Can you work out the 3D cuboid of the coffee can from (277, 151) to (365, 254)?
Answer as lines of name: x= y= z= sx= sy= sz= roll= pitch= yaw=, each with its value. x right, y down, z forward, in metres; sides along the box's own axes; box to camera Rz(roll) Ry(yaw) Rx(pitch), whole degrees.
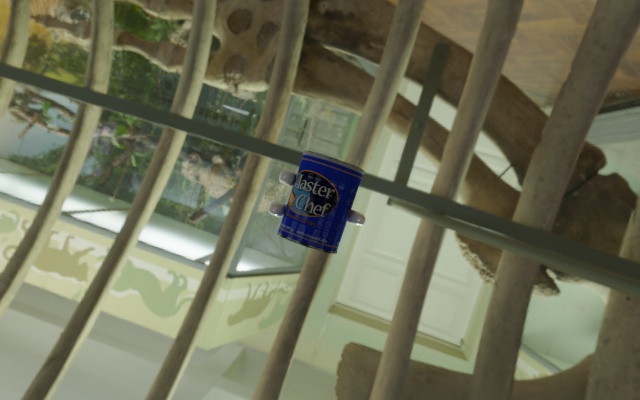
coffee can: x=0.000 y=0.002 z=0.766 sx=0.103 sy=0.140 sz=0.103 roll=19 pitch=1 yaw=0
